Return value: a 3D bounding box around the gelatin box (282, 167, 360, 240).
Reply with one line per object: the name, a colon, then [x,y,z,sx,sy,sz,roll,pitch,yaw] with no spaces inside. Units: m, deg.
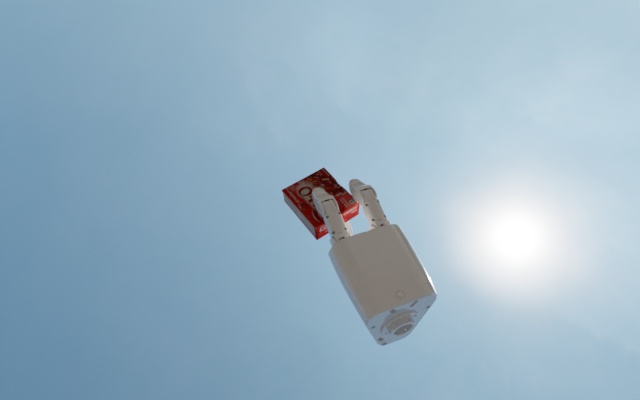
gelatin box: [0.000,0.002,0.669,0.073,0.030,0.089,-30,54,-18]
